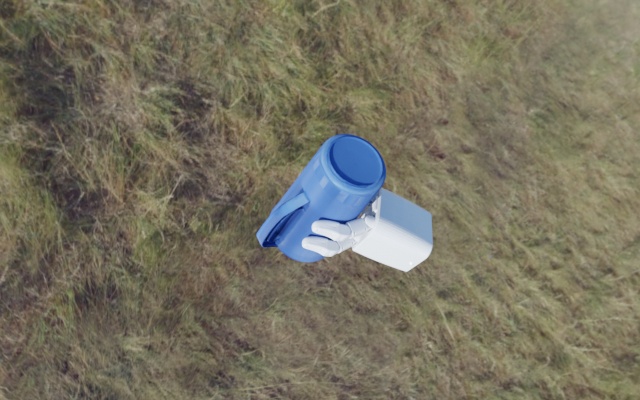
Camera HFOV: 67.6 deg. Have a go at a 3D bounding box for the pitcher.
[{"bbox_3d":[0.000,0.003,0.790,0.145,0.149,0.243,25,-35,-9],"label":"pitcher"}]
